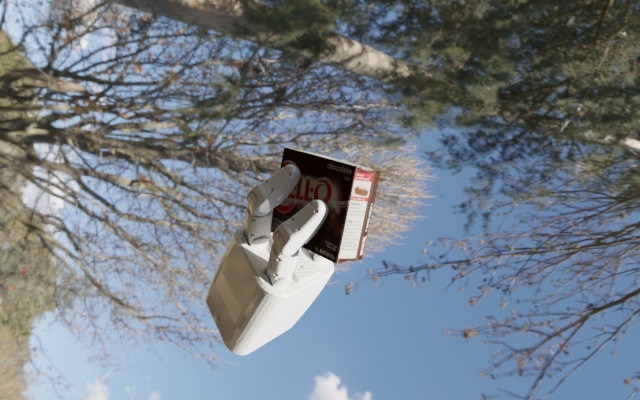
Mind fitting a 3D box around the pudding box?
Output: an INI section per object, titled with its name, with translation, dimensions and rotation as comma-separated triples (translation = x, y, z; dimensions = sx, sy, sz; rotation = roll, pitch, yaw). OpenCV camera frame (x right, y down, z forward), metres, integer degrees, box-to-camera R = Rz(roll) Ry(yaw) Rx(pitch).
[pudding box]
translation = 0.000, 0.002, 0.467
dimensions = 0.039, 0.090, 0.113
rotation = 2, 12, -43
